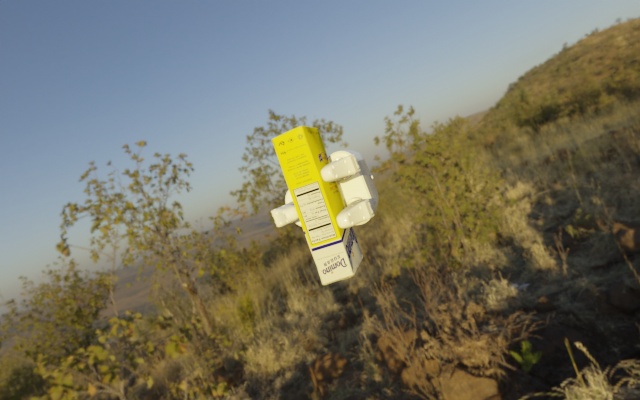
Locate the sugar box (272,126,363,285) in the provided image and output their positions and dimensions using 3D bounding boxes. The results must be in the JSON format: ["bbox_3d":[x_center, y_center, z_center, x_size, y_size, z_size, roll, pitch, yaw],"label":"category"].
[{"bbox_3d":[0.001,0.002,0.568,0.048,0.176,0.093,-21,3,13],"label":"sugar box"}]
